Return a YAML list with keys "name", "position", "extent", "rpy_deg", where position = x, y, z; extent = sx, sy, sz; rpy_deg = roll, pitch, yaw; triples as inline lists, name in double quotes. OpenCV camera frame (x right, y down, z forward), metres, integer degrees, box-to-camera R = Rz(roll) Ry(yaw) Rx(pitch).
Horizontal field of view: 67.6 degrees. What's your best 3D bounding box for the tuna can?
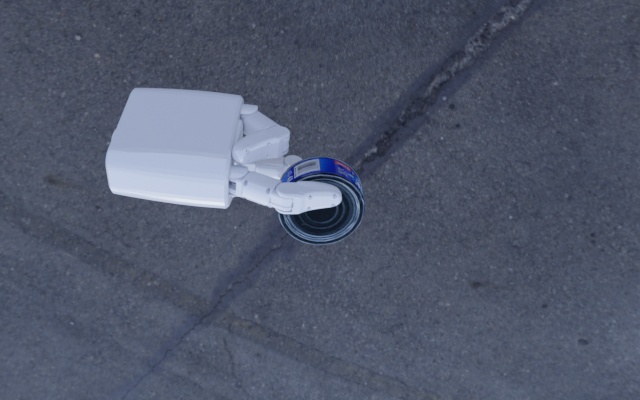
- name: "tuna can"
  position: [0.000, 0.002, 0.467]
  extent: [0.086, 0.086, 0.033]
  rpy_deg: [0, 34, -4]
